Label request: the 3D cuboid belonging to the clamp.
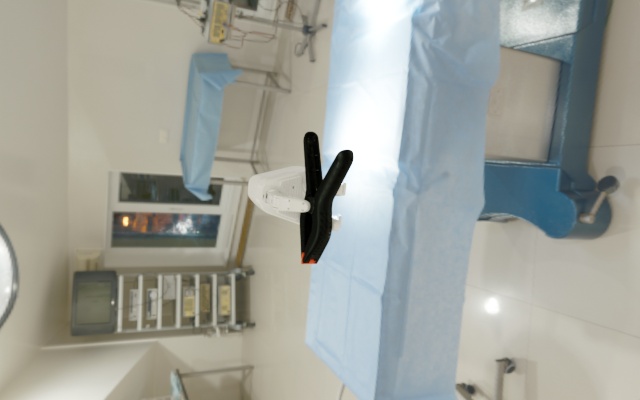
[{"bbox_3d":[-0.001,0.003,0.733,0.036,0.210,0.164,3,9,-21],"label":"clamp"}]
